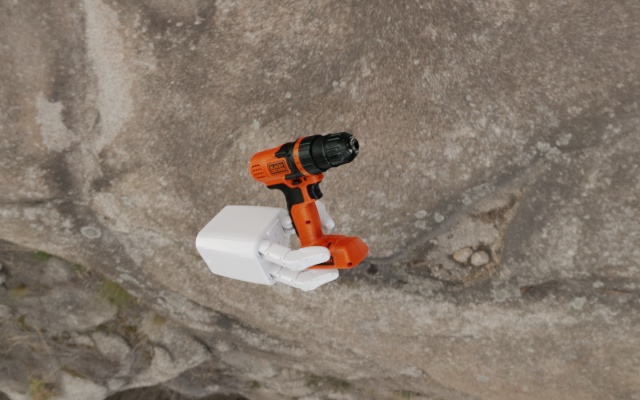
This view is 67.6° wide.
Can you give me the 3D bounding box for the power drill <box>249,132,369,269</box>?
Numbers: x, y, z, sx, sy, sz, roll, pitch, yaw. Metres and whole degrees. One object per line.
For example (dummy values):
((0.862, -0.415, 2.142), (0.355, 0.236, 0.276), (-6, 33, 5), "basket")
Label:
((0.000, 0.003, 0.660), (0.184, 0.188, 0.057), (-7, 20, 43), "power drill")
